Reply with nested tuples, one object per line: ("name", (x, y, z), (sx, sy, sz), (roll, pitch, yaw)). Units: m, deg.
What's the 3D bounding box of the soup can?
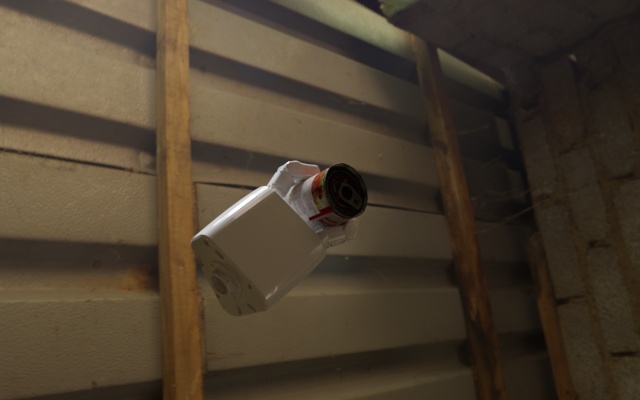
("soup can", (0.000, 0.002, 0.599), (0.068, 0.068, 0.102), (0, -16, -40))
